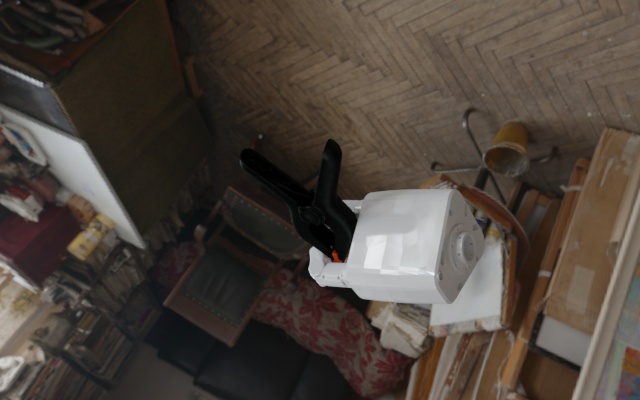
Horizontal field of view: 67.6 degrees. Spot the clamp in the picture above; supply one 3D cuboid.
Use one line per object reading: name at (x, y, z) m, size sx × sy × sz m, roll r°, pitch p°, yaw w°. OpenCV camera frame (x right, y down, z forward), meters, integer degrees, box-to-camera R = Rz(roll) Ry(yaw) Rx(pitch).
clamp at (0.000, 0.002, 0.514) m, size 0.120 × 0.039 × 0.171 m, roll -5°, pitch -46°, yaw 43°
